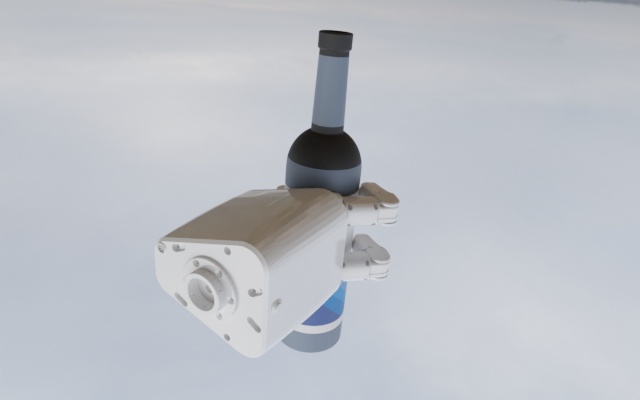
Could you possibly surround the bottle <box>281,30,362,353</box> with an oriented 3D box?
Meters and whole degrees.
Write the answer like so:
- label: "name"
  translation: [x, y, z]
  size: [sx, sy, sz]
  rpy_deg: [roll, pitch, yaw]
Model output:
- label: "bottle"
  translation: [0.000, 0.002, 0.435]
  size: [0.069, 0.296, 0.069]
  rpy_deg: [4, 24, -2]
